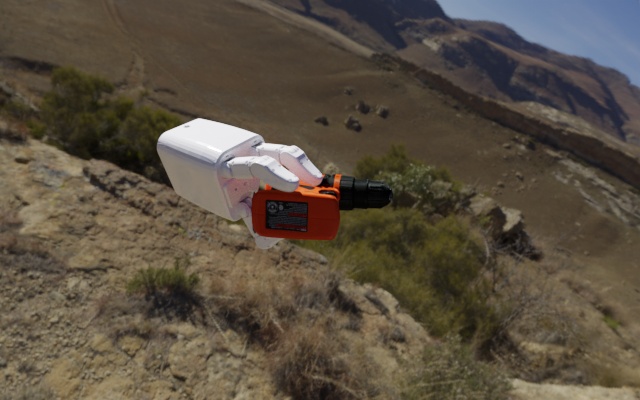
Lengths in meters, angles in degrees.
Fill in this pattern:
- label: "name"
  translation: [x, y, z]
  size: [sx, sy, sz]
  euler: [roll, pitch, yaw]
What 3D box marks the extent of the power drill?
- label: "power drill"
  translation: [0.000, 0.002, 0.626]
  size: [0.184, 0.057, 0.187]
  euler: [2, 10, 10]
